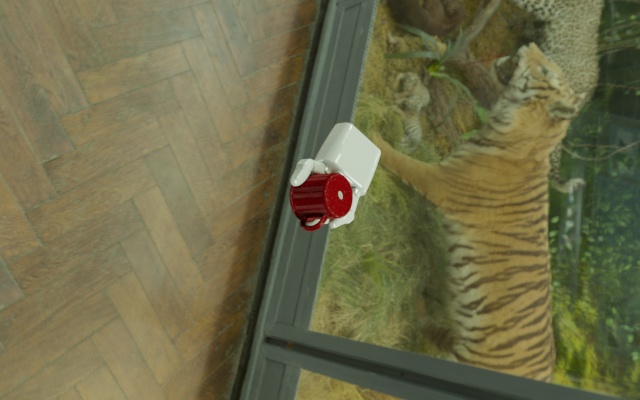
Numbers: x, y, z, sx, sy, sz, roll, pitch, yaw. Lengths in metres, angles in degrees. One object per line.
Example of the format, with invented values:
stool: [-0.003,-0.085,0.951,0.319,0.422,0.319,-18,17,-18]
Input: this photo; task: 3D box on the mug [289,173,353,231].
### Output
mug: [0.000,0.004,0.859,0.081,0.117,0.093,-4,-38,42]
